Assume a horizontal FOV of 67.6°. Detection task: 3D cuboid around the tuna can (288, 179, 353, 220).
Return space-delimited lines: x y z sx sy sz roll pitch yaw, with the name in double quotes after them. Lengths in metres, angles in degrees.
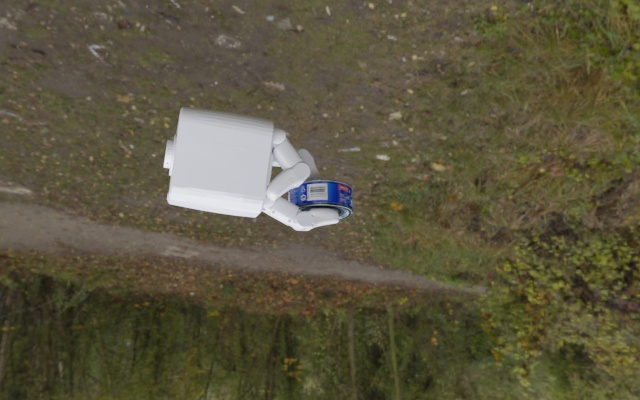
0.000 0.003 0.625 0.086 0.033 0.086 -1 -18 0 "tuna can"
